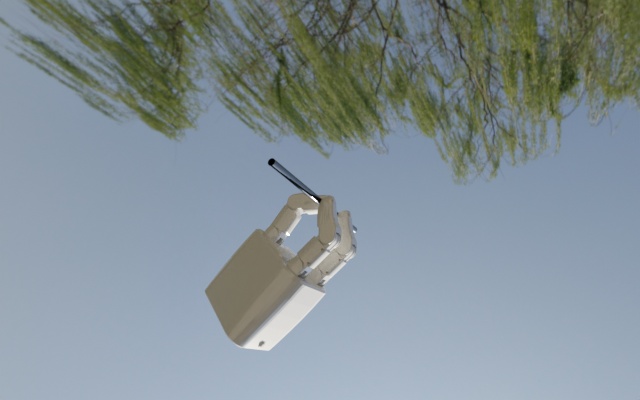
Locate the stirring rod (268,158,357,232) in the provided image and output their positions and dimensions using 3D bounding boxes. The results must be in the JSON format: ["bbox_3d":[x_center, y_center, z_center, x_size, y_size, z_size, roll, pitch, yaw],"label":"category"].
[{"bbox_3d":[0.000,0.002,0.564,0.011,0.011,0.240,0,-19,25],"label":"stirring rod"}]
